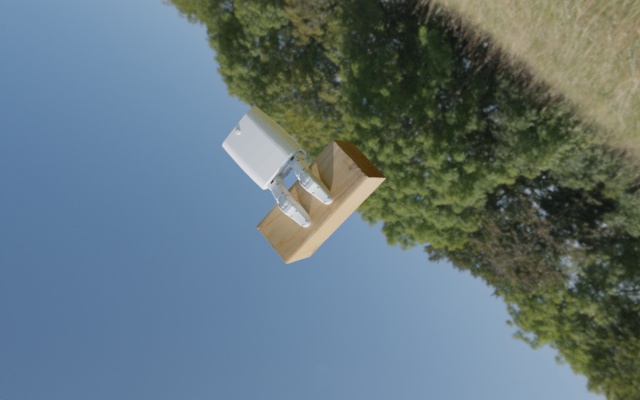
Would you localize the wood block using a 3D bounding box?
[{"bbox_3d":[0.000,0.002,0.818,0.206,0.090,0.091,-47,-16,20],"label":"wood block"}]
